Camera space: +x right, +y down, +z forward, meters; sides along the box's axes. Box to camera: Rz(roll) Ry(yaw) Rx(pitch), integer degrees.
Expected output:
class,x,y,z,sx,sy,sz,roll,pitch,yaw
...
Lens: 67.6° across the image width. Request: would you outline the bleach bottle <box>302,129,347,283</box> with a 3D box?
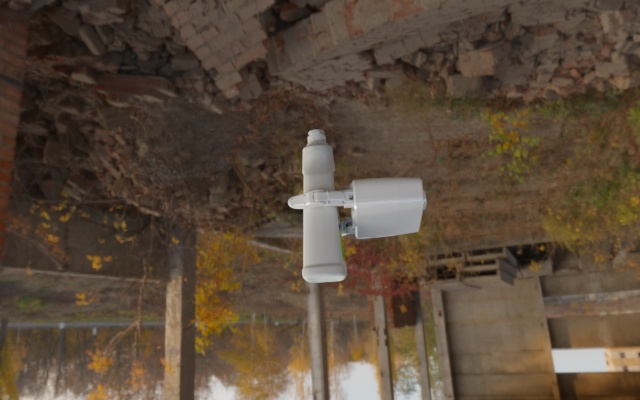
class,x,y,z,sx,sy,sz,roll,pitch,yaw
bleach bottle,0.000,0.003,0.775,0.068,0.250,0.102,-4,-15,2
